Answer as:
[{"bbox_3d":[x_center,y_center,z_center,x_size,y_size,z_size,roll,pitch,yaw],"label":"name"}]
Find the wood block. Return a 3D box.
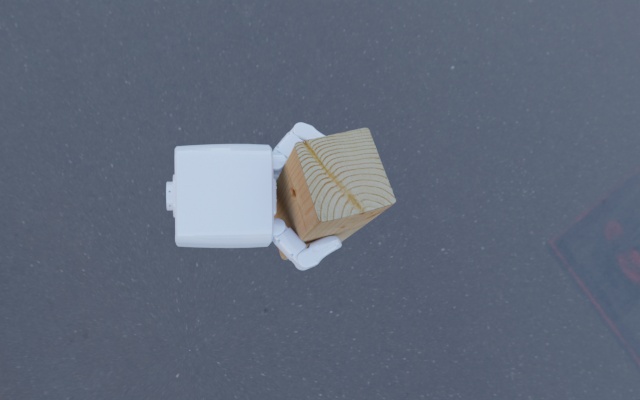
[{"bbox_3d":[0.000,0.002,0.587,0.090,0.091,0.206,-14,-13,-19],"label":"wood block"}]
